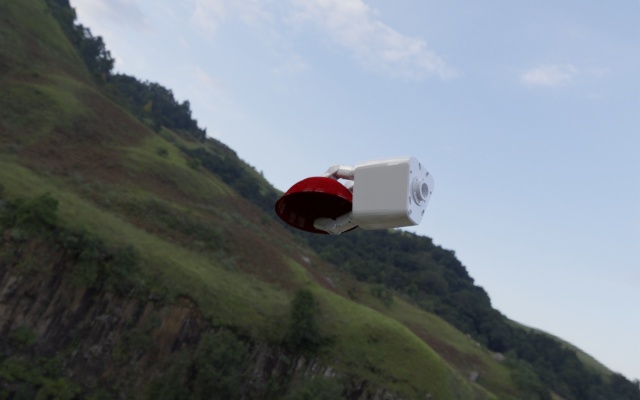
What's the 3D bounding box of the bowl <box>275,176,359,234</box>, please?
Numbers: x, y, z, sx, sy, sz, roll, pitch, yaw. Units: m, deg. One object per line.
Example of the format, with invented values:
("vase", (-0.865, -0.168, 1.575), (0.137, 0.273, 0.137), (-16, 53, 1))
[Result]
("bowl", (-0.001, 0.003, 0.875), (0.162, 0.055, 0.162), (6, -30, 3))
